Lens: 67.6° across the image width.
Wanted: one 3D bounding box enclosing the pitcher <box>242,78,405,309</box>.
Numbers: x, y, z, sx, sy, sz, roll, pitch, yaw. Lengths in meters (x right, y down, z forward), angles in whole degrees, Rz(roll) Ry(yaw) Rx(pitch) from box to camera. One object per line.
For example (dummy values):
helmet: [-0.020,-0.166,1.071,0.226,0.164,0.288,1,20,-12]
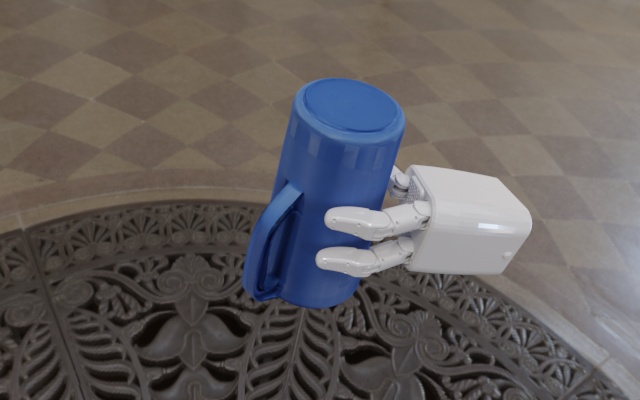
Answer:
pitcher: [0.000,0.002,0.514,0.145,0.243,0.149,7,42,-7]
